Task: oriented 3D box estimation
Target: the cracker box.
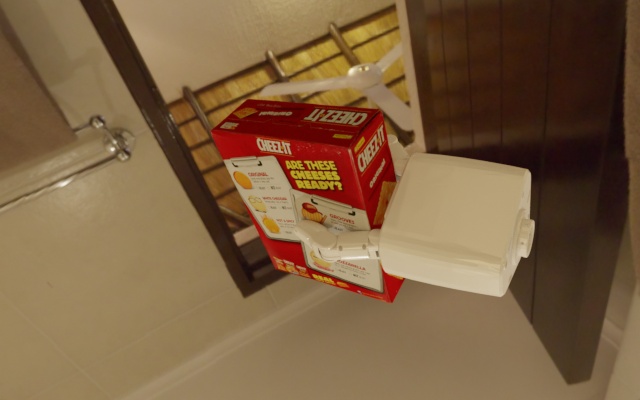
[{"bbox_3d":[0.000,0.002,0.511,0.164,0.214,0.072,11,47,32],"label":"cracker box"}]
